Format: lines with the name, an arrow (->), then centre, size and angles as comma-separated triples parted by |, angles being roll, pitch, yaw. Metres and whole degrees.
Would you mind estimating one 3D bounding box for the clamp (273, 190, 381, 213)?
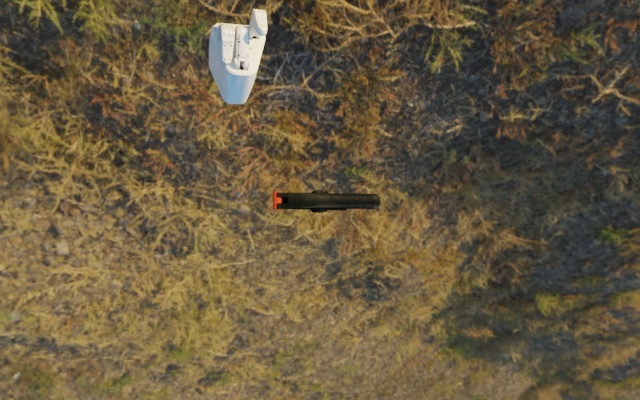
clamp -> 0.000, 0.003, 0.792 | 0.171, 0.039, 0.120 | 3, -10, -17
